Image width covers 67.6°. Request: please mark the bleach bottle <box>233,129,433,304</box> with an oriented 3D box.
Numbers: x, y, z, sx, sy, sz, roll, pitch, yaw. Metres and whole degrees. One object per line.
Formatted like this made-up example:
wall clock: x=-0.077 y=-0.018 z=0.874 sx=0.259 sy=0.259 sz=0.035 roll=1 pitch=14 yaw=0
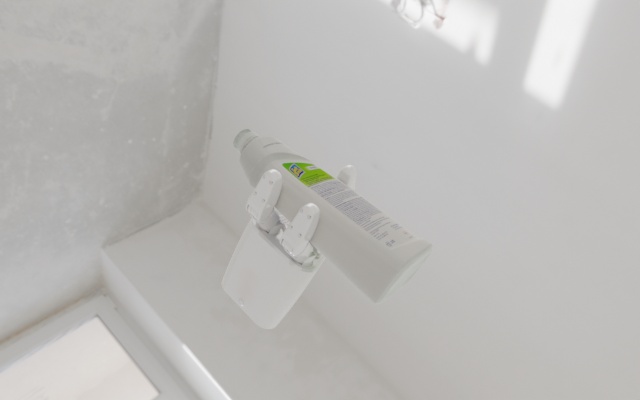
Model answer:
bleach bottle: x=0.000 y=0.002 z=0.536 sx=0.250 sy=0.068 sz=0.102 roll=41 pitch=26 yaw=19
